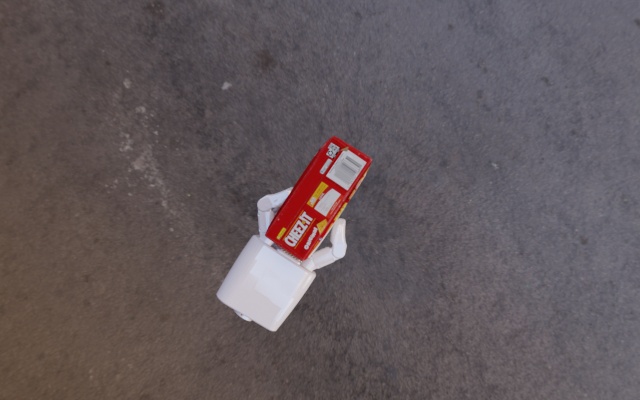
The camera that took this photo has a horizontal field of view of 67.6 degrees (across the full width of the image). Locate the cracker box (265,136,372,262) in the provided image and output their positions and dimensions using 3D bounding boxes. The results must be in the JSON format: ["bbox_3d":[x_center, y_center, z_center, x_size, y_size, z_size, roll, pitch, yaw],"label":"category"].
[{"bbox_3d":[0.000,0.002,0.724,0.072,0.164,0.214,34,-2,4],"label":"cracker box"}]
